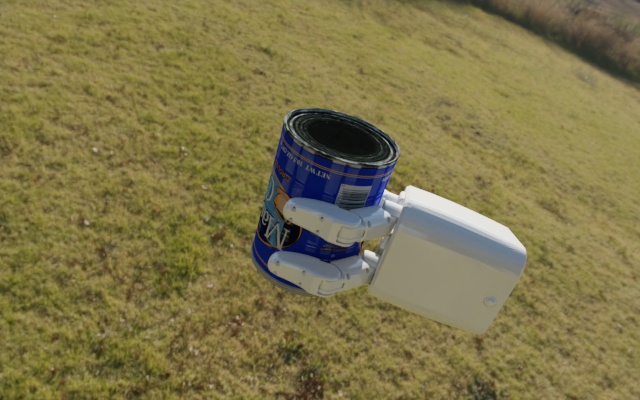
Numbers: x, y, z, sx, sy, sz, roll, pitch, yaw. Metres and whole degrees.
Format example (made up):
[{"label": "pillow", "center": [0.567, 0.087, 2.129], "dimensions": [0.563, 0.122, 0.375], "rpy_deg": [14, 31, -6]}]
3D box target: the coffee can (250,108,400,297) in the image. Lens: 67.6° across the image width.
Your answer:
[{"label": "coffee can", "center": [0.000, 0.001, 0.436], "dimensions": [0.103, 0.140, 0.102], "rpy_deg": [13, 30, -8]}]
